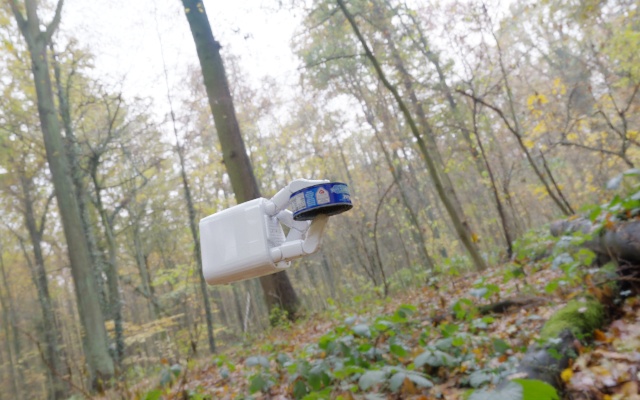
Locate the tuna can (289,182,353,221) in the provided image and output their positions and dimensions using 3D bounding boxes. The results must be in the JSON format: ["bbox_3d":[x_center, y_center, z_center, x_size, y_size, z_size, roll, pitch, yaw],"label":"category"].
[{"bbox_3d":[0.000,0.002,0.669,0.086,0.033,0.086,-12,-12,-2],"label":"tuna can"}]
